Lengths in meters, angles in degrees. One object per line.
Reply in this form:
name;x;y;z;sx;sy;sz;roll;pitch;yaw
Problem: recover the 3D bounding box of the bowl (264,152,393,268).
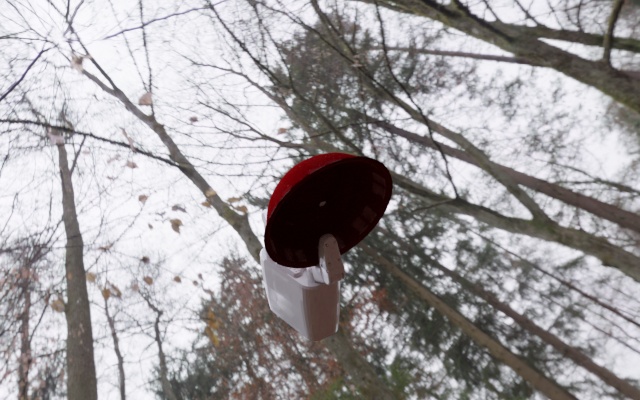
bowl;0.000;0.000;0.540;0.162;0.162;0.055;0;40;-39
